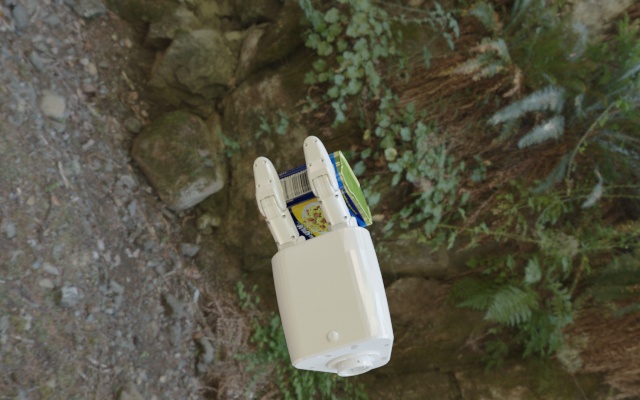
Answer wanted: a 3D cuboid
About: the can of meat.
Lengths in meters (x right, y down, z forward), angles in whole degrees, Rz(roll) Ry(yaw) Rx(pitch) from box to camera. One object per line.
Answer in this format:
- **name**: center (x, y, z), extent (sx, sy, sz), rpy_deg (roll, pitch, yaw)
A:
- **can of meat**: center (0.000, 0.002, 0.510), extent (0.084, 0.057, 0.102), rpy_deg (-21, -37, 12)
